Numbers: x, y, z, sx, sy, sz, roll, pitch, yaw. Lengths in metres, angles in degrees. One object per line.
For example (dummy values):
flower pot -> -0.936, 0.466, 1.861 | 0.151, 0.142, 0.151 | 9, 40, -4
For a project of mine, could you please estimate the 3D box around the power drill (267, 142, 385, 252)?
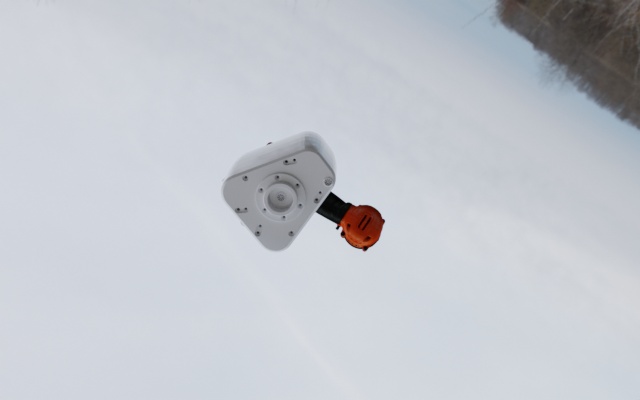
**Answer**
power drill -> 0.000, 0.002, 0.647 | 0.187, 0.057, 0.184 | 31, -7, 7
